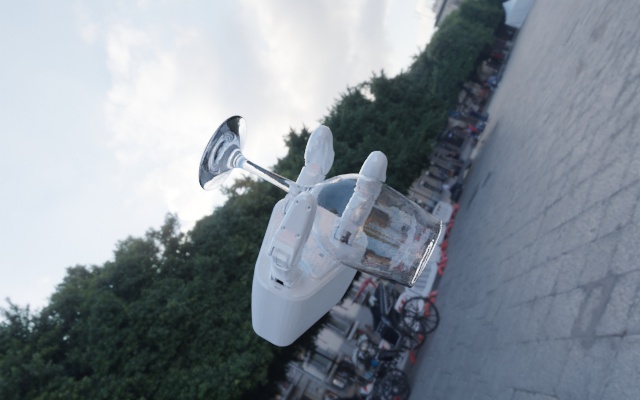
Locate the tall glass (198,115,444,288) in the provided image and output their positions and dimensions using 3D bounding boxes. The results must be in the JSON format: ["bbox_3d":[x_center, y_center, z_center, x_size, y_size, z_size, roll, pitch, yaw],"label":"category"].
[{"bbox_3d":[-0.001,0.001,0.410,0.201,0.079,0.079,26,5,11],"label":"tall glass"}]
